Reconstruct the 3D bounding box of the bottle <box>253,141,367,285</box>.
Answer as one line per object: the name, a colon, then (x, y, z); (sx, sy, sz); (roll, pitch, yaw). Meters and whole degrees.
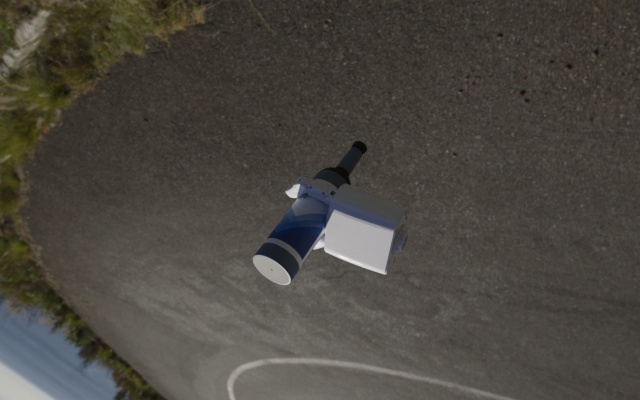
bottle: (0.000, 0.003, 0.776); (0.069, 0.069, 0.295); (0, 42, 41)
